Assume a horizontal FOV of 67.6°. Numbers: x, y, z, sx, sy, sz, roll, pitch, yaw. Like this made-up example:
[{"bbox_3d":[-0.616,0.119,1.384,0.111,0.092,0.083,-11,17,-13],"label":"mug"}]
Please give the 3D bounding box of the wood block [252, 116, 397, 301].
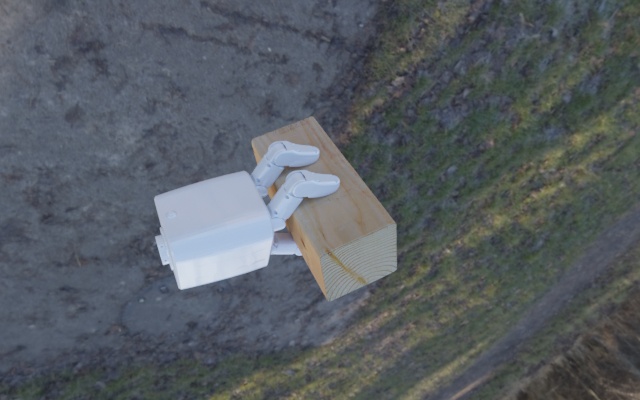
[{"bbox_3d":[0.000,0.002,0.572,0.090,0.091,0.206,-23,49,-12],"label":"wood block"}]
